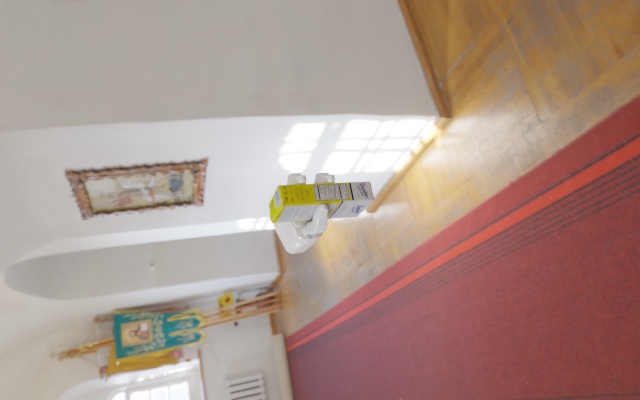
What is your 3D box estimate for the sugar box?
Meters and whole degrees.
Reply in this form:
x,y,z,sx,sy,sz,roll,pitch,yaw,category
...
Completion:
x,y,z,sx,sy,sz,roll,pitch,yaw,category
0.000,0.002,0.885,0.176,0.048,0.093,-5,-21,-21,sugar box
